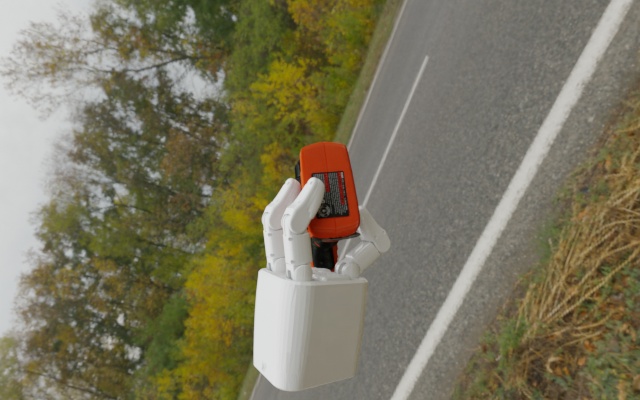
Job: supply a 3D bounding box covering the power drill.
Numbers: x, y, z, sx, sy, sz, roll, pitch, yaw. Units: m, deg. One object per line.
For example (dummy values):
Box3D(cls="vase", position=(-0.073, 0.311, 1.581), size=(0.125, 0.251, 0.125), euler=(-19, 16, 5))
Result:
Box3D(cls="power drill", position=(0.000, 0.002, 0.584), size=(0.057, 0.184, 0.188), euler=(-8, -18, -7))
